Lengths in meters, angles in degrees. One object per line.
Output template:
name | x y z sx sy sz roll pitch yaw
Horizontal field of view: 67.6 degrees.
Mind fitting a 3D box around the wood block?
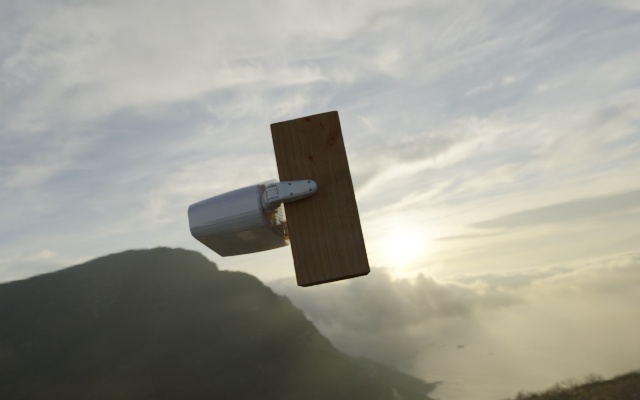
wood block | 0.000 0.002 0.622 0.090 0.206 0.091 -11 -11 1
